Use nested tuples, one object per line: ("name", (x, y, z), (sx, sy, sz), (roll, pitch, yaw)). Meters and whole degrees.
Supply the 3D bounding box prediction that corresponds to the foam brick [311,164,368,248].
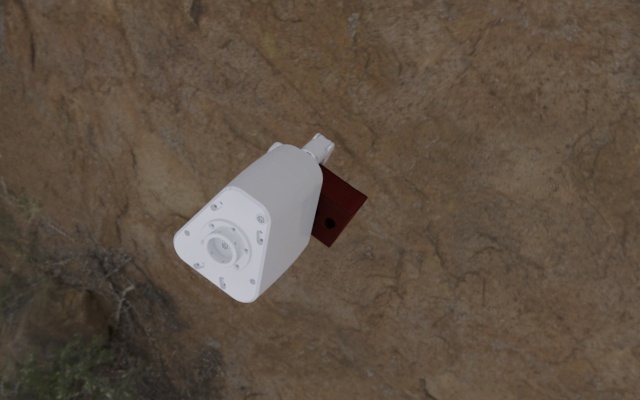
("foam brick", (0.000, 0.002, 0.516), (0.078, 0.053, 0.051), (35, 33, 5))
